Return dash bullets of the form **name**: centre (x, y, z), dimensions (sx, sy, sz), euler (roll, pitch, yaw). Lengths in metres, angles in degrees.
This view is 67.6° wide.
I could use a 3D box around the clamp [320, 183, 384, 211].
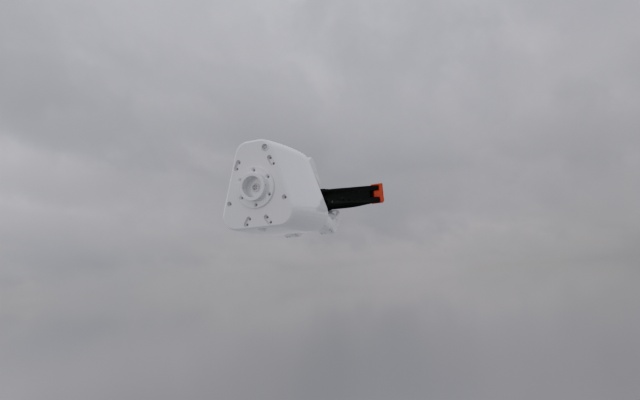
- **clamp**: centre (0.000, 0.002, 0.743), dimensions (0.210, 0.036, 0.164), euler (-8, -5, 20)
